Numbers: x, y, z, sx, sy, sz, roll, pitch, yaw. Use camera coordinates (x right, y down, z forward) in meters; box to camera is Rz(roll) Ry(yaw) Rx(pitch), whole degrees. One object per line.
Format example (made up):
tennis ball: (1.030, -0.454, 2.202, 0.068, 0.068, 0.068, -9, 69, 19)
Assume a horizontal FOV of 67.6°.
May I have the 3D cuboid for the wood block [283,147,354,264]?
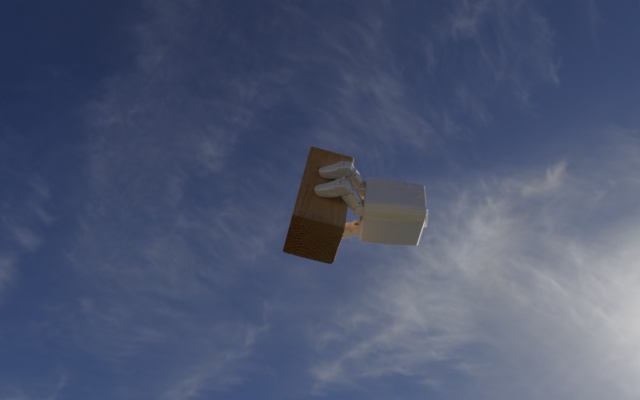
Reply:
wood block: (0.000, 0.003, 0.862, 0.090, 0.091, 0.206, 14, 38, -2)
